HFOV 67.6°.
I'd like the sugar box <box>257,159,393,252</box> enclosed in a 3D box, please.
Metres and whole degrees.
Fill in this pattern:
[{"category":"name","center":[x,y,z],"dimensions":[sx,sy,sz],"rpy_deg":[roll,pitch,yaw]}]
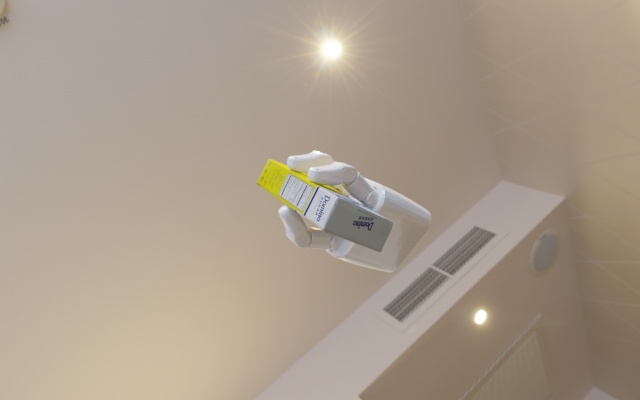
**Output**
[{"category":"sugar box","center":[0.000,0.001,0.589],"dimensions":[0.093,0.048,0.176],"rpy_deg":[23,2,-37]}]
